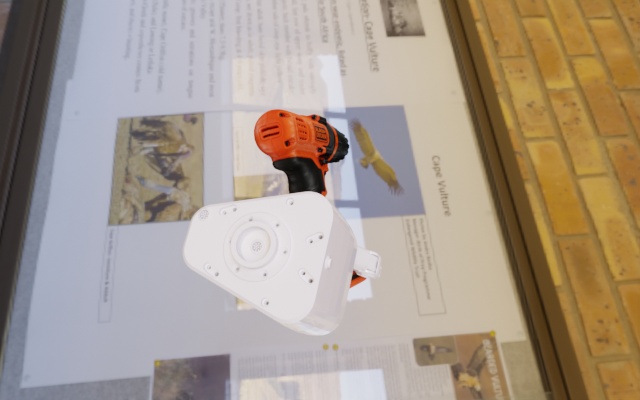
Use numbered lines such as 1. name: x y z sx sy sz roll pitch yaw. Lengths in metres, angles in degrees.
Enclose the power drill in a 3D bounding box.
1. power drill: 0.000 0.002 0.513 0.057 0.187 0.184 -14 -4 23
